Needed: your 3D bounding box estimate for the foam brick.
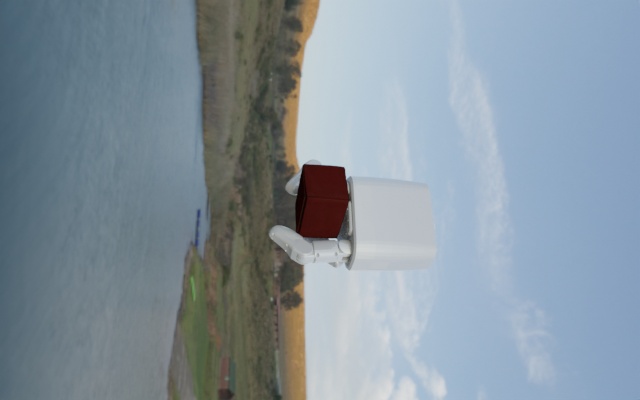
[{"bbox_3d":[0.000,0.002,0.566,0.051,0.053,0.078,3,-40,-9],"label":"foam brick"}]
